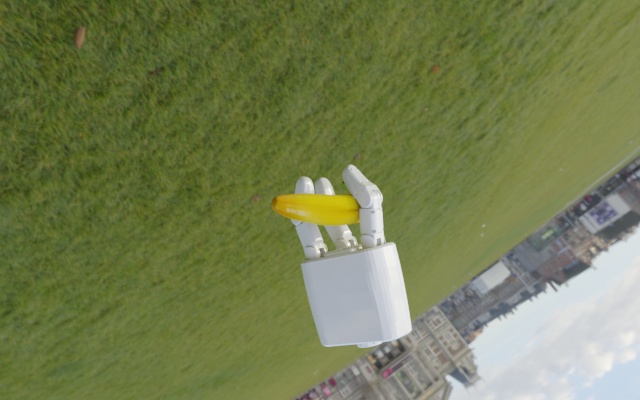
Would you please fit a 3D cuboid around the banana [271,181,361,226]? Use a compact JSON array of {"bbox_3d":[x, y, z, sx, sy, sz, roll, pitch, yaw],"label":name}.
[{"bbox_3d":[0.018,0.006,0.569,0.069,0.037,0.198,16,12,24],"label":"banana"}]
